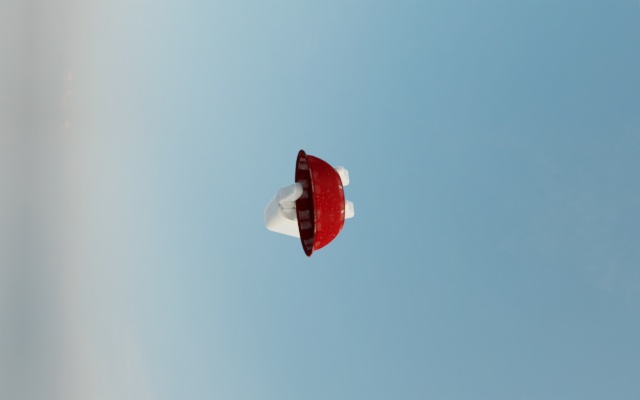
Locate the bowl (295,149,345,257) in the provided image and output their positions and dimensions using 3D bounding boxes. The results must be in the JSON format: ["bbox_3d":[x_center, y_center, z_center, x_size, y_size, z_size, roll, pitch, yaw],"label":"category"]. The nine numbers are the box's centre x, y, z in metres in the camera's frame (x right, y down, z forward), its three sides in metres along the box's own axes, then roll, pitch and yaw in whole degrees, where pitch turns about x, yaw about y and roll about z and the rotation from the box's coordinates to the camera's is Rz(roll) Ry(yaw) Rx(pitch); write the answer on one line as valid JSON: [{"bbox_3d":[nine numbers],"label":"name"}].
[{"bbox_3d":[0.001,0.002,0.720,0.055,0.162,0.162,-4,1,-11],"label":"bowl"}]
